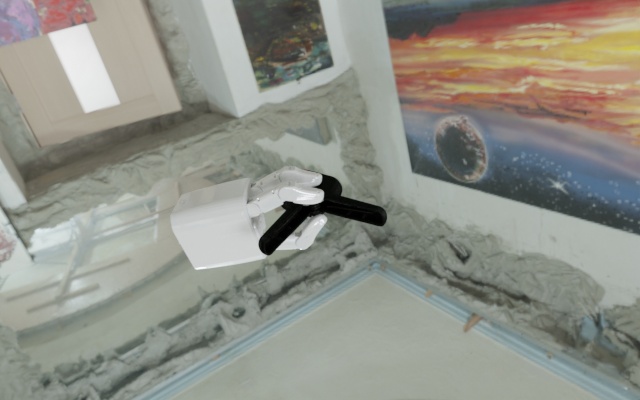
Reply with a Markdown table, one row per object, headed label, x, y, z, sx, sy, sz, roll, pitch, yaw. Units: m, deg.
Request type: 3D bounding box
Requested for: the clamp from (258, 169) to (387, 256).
| label | x | y | z | sx | sy | sz | roll | pitch | yaw |
| --- | --- | --- | --- | --- | --- | --- | --- | --- | --- |
| clamp | 0.000 | 0.003 | 0.674 | 0.164 | 0.036 | 0.210 | -10 | 25 | 3 |
